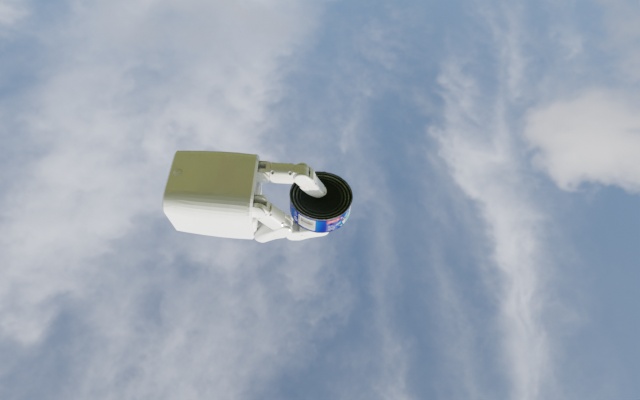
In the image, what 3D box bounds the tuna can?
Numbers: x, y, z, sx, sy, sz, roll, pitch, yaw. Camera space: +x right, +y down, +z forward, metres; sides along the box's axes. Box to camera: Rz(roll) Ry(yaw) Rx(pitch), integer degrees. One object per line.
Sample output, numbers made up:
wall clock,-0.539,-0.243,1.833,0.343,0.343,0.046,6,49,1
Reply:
tuna can,0.000,0.003,0.657,0.086,0.086,0.034,0,-39,-4
